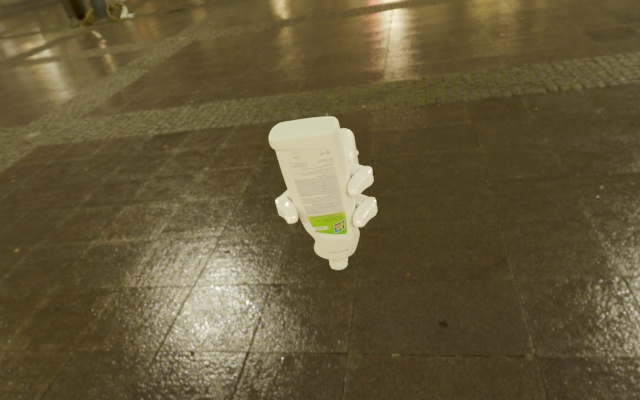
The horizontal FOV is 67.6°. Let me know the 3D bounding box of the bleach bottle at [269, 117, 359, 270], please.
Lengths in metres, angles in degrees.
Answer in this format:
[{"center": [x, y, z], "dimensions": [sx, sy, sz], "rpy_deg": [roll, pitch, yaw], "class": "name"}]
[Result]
[{"center": [0.000, 0.002, 0.726], "dimensions": [0.102, 0.251, 0.068], "rpy_deg": [-6, 32, 10], "class": "bleach bottle"}]
